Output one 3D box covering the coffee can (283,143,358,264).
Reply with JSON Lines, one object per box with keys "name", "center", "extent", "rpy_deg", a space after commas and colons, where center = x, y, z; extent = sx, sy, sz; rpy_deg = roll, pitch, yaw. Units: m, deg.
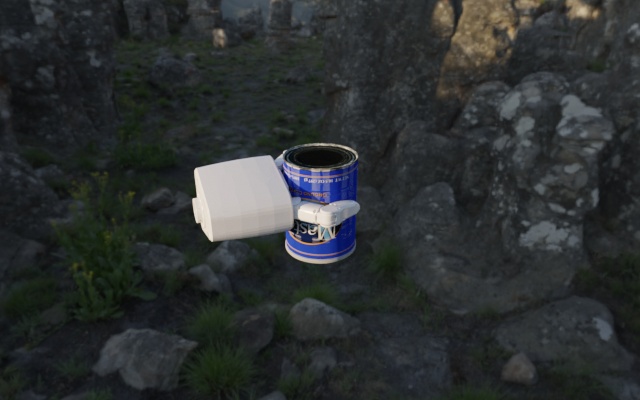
{"name": "coffee can", "center": [0.000, 0.002, 0.670], "extent": [0.103, 0.140, 0.102], "rpy_deg": [0, 25, 0]}
